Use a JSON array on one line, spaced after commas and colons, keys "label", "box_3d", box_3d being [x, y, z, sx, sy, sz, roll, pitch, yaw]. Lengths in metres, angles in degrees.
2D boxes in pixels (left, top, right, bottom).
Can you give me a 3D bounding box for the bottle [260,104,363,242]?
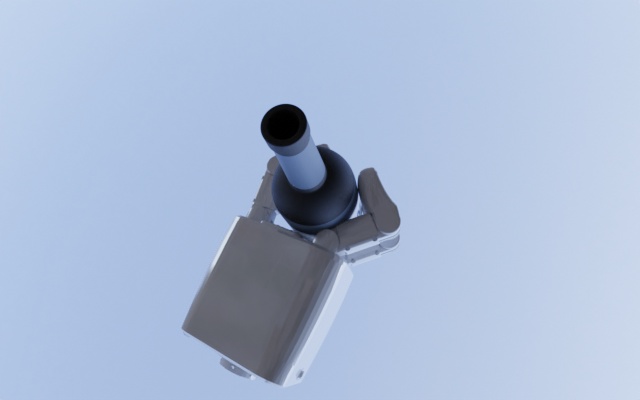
[{"label": "bottle", "box_3d": [0.000, 0.001, 0.408, 0.069, 0.069, 0.296, 0, -18, 9]}]
